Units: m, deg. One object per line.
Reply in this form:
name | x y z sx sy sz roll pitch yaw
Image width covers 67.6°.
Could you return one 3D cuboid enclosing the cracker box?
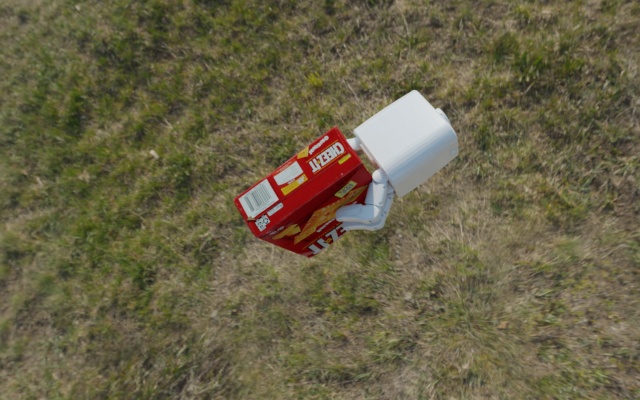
cracker box | 0.000 0.002 0.683 0.164 0.072 0.214 -35 -21 6
